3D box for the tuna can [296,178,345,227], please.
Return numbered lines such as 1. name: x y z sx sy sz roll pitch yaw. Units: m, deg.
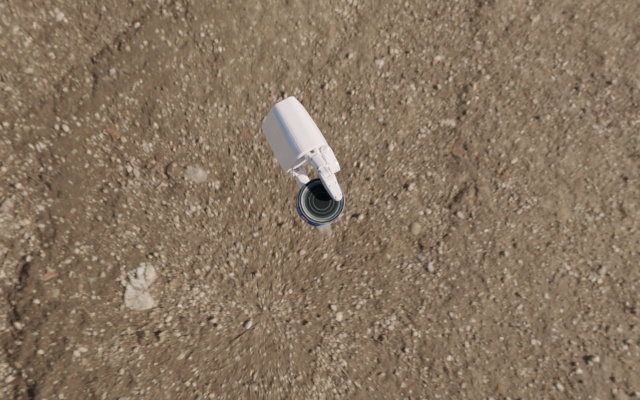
1. tuna can: 0.000 0.003 0.855 0.086 0.086 0.034 0 -8 -9
